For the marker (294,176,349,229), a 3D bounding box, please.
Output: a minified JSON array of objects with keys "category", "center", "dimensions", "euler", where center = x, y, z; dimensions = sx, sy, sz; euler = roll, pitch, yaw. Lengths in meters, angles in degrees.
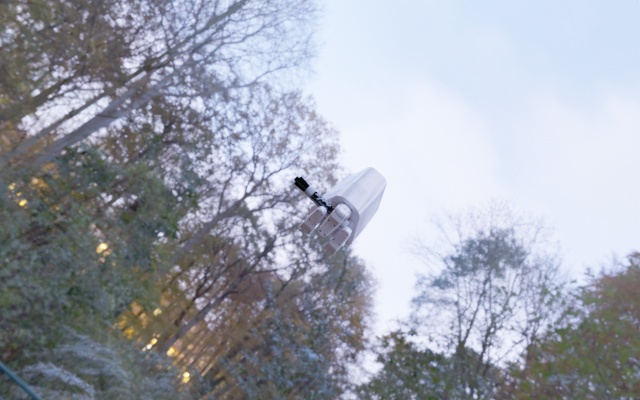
[{"category":"marker","center":[0.000,0.003,0.819],"dimensions":[0.121,0.020,0.020],"euler":[44,3,3]}]
